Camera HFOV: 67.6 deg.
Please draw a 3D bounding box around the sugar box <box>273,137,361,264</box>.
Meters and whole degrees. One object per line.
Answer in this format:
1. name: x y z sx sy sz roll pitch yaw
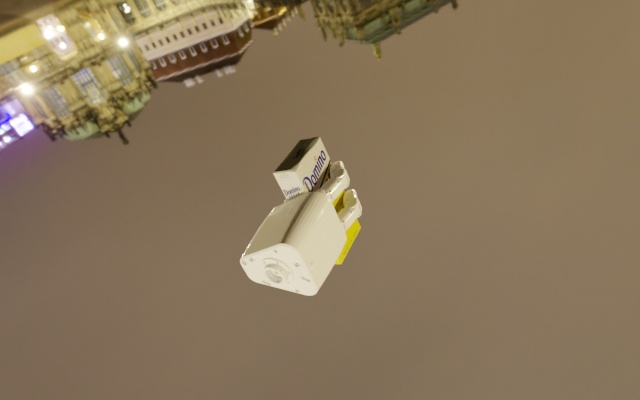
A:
1. sugar box: 0.001 0.003 0.725 0.048 0.176 0.093 -4 35 31
